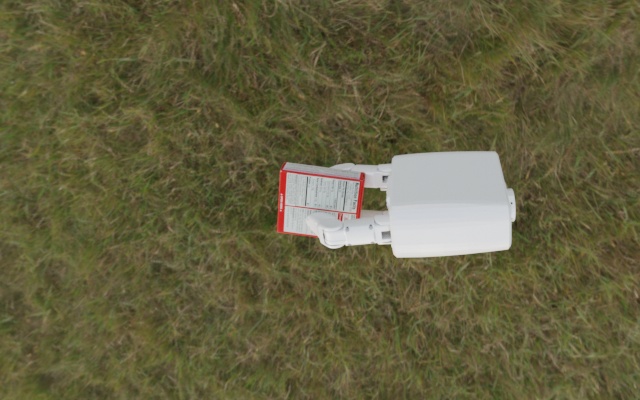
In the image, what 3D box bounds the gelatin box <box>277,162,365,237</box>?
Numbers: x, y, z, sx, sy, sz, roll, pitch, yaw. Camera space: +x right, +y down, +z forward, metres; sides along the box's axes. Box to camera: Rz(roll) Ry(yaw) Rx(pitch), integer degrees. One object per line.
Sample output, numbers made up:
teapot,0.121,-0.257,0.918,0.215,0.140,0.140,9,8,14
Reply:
gelatin box,0.000,0.002,0.511,0.089,0.073,0.030,7,24,5
